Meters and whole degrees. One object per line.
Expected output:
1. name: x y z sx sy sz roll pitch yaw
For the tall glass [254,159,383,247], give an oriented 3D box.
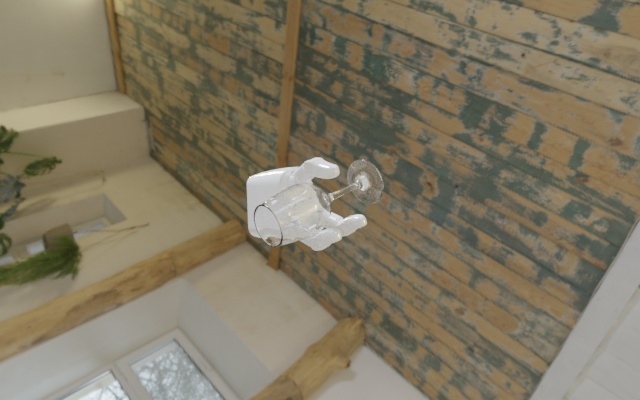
1. tall glass: 0.001 0.002 0.701 0.201 0.079 0.079 -24 16 -38
